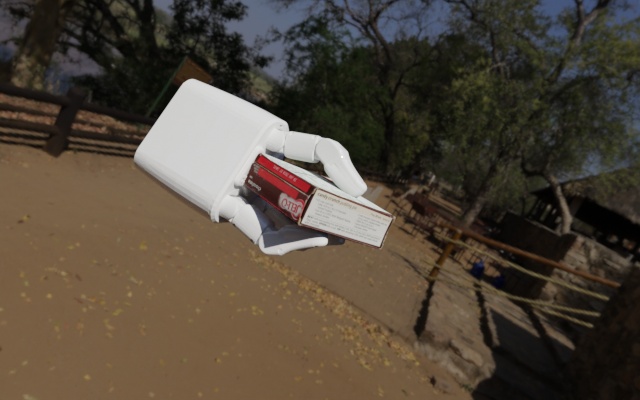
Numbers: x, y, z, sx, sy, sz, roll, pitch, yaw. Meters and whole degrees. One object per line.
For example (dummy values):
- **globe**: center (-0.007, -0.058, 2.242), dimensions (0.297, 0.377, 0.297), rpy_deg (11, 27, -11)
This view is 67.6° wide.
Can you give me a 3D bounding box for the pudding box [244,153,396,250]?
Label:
- **pudding box**: center (0.000, 0.001, 0.434), dimensions (0.113, 0.039, 0.090), rpy_deg (17, 11, -44)
